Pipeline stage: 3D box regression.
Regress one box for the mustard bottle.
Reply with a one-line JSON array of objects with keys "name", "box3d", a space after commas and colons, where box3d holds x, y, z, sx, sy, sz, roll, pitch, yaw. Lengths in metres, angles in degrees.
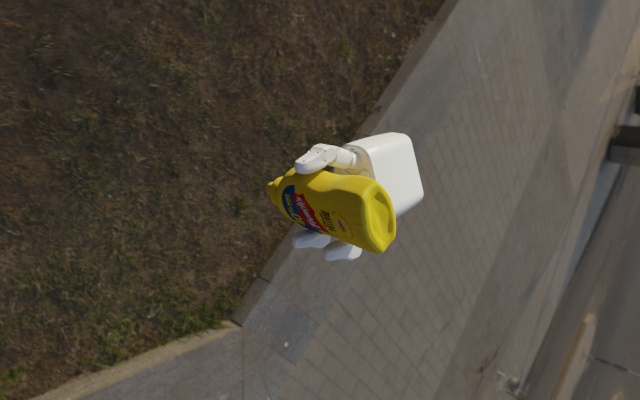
[{"name": "mustard bottle", "box3d": [0.000, 0.002, 0.604, 0.191, 0.096, 0.058, 16, 52, 41]}]
